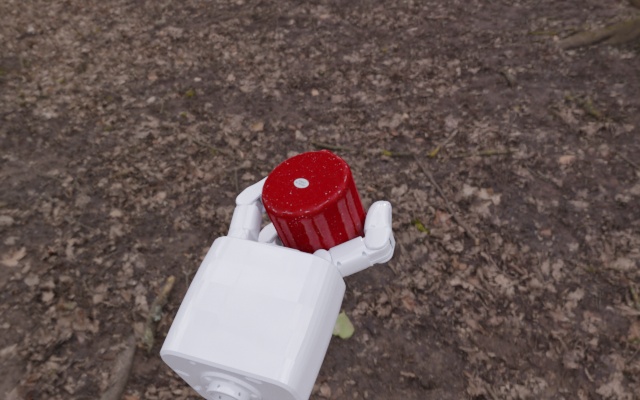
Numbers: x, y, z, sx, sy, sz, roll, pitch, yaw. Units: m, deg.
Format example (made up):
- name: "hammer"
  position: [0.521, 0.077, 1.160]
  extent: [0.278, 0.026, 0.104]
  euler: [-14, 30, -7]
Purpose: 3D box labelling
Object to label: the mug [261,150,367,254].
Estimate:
- name: "mug"
  position: [0.000, 0.000, 0.441]
  extent: [0.093, 0.117, 0.082]
  euler: [0, -43, 22]
